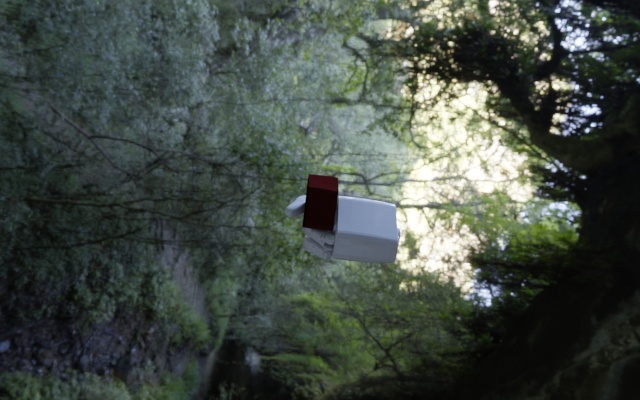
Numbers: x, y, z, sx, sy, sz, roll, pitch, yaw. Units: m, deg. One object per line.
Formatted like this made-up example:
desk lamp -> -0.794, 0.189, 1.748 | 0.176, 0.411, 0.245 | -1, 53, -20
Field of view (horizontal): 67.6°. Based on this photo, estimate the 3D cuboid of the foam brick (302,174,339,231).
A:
foam brick -> 0.000, 0.002, 0.793 | 0.051, 0.078, 0.053 | 7, 30, -2
